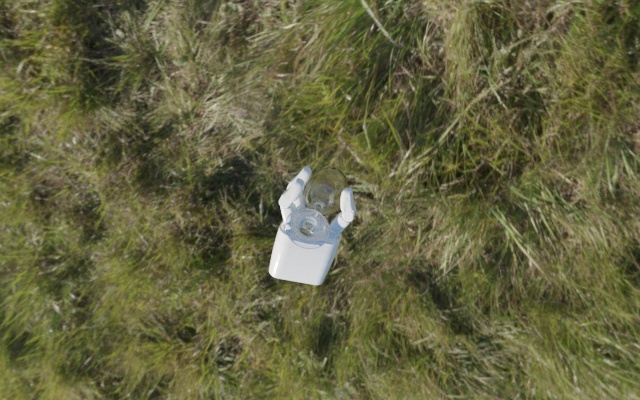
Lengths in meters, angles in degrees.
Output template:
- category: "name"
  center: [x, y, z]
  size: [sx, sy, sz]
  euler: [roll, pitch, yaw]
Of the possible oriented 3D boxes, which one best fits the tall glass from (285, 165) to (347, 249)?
- category: "tall glass"
  center: [0.000, 0.003, 0.846]
  size: [0.079, 0.079, 0.201]
  euler: [0, 26, 14]
